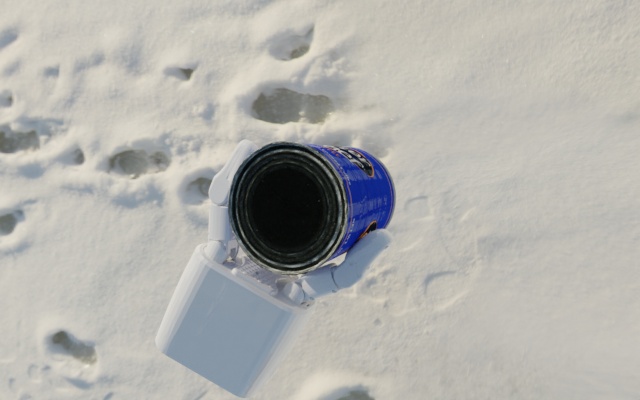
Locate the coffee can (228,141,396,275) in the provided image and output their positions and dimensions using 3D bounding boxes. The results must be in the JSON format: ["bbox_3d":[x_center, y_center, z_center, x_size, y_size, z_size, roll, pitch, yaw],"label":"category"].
[{"bbox_3d":[0.000,0.001,0.423,0.103,0.103,0.140,0,4,23],"label":"coffee can"}]
